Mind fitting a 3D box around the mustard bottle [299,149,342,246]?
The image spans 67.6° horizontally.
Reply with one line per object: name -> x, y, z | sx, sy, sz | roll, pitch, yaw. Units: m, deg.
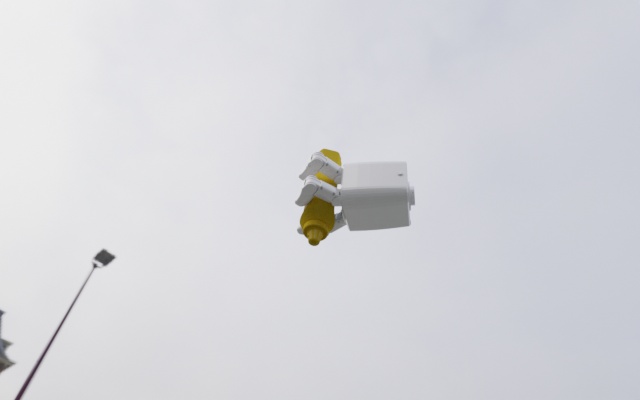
mustard bottle -> 0.000, 0.002, 0.822 | 0.058, 0.096, 0.191 | 15, 43, -6
